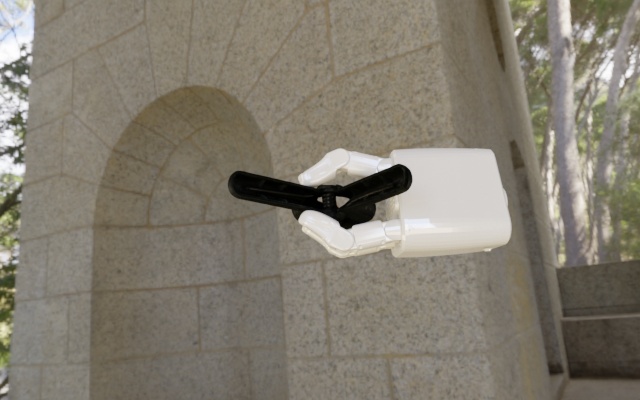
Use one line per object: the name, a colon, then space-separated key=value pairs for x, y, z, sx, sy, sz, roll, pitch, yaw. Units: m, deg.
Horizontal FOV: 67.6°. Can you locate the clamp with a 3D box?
clamp: x=0.000 y=0.001 z=0.507 sx=0.164 sy=0.036 sz=0.210 roll=1 pitch=-13 yaw=2
